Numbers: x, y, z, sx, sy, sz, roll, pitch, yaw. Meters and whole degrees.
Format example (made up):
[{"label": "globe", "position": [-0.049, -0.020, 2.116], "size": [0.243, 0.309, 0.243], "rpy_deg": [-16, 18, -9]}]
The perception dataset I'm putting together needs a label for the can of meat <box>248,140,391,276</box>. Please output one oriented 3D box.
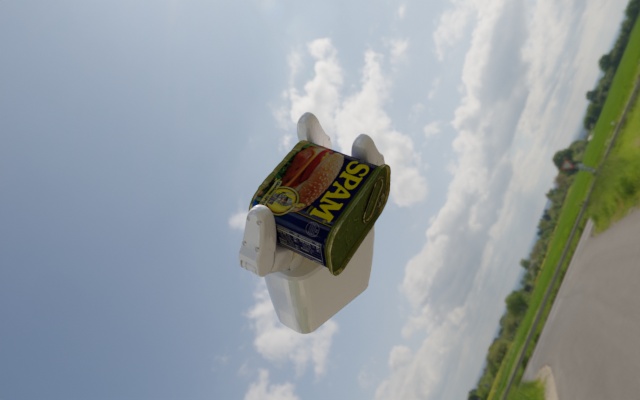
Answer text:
[{"label": "can of meat", "position": [0.000, 0.001, 0.408], "size": [0.084, 0.102, 0.057], "rpy_deg": [22, -36, 24]}]
